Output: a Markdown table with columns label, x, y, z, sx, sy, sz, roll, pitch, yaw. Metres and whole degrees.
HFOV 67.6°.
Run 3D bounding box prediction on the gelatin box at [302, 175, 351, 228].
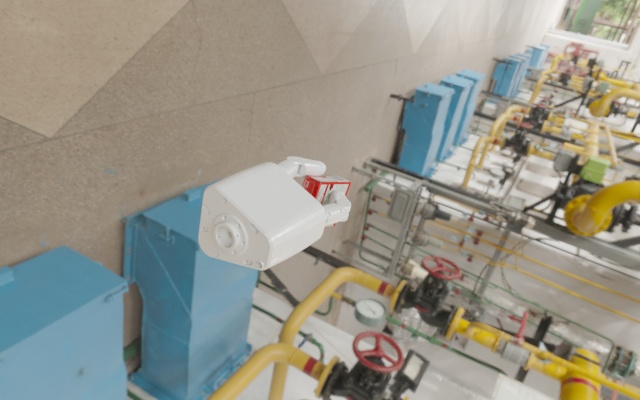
| label | x | y | z | sx | sy | sz | roll | pitch | yaw |
| --- | --- | --- | --- | --- | --- | --- | --- | --- | --- |
| gelatin box | 0.001 | 0.002 | 0.676 | 0.030 | 0.073 | 0.089 | 27 | 16 | 28 |
